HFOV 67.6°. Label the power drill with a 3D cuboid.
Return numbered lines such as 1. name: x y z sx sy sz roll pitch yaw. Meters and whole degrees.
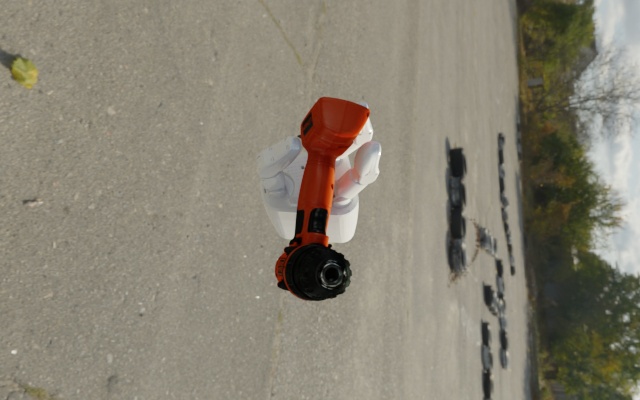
1. power drill: 0.000 0.001 0.460 0.057 0.187 0.184 14 -10 -12
